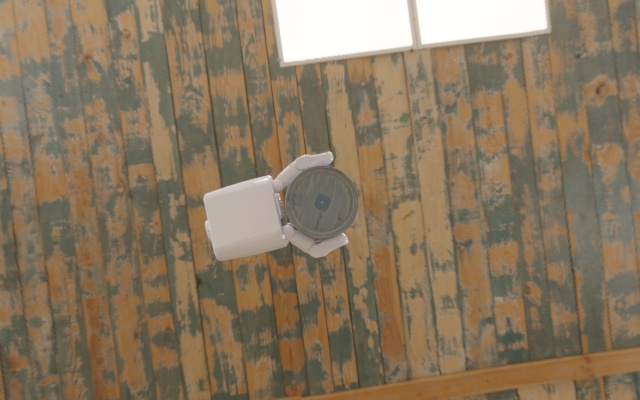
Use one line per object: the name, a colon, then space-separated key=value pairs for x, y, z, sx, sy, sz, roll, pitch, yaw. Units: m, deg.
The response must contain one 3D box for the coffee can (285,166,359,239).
coffee can: x=0.000 y=0.002 z=0.731 sx=0.103 sy=0.103 sz=0.140 roll=0 pitch=0 yaw=-2
